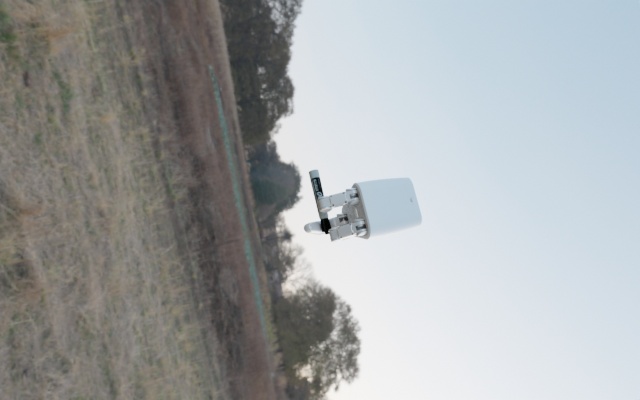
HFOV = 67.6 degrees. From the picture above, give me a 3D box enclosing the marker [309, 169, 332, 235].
[{"bbox_3d":[0.000,0.003,0.874,0.020,0.121,0.020,-12,-10,-2],"label":"marker"}]
